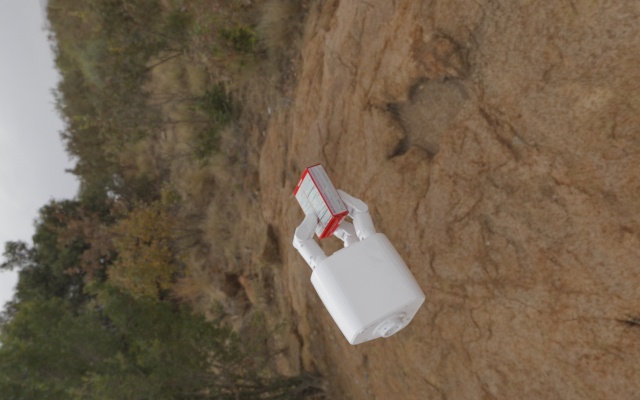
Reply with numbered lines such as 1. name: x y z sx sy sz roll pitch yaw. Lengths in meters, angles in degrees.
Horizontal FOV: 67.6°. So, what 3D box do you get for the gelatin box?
1. gelatin box: 0.000 0.002 0.703 0.030 0.089 0.073 -20 -21 -28
